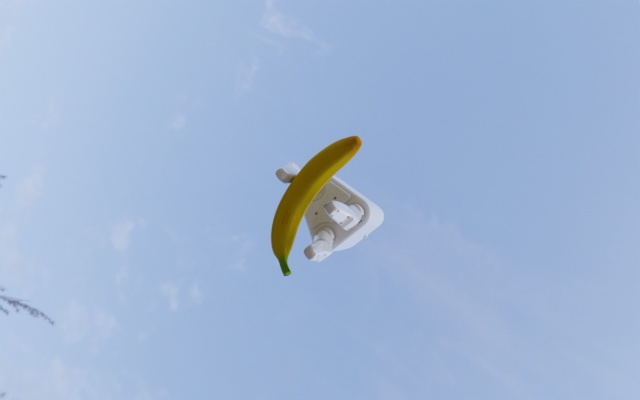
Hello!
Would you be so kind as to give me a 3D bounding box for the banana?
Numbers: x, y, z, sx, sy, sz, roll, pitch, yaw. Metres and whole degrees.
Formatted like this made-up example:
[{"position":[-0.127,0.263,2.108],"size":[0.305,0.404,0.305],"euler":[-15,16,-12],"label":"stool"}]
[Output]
[{"position":[-0.016,-0.003,0.618],"size":[0.069,0.198,0.037],"euler":[30,5,28],"label":"banana"}]
